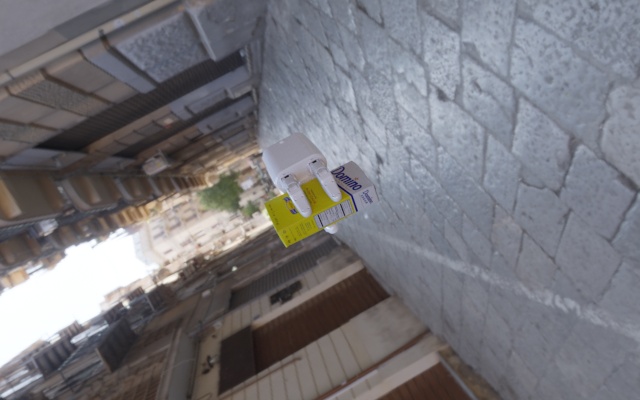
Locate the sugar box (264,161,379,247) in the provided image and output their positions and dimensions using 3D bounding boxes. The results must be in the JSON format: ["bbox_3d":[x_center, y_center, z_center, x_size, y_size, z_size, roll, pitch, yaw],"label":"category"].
[{"bbox_3d":[0.000,0.002,0.809,0.176,0.048,0.093,-29,38,-4],"label":"sugar box"}]
